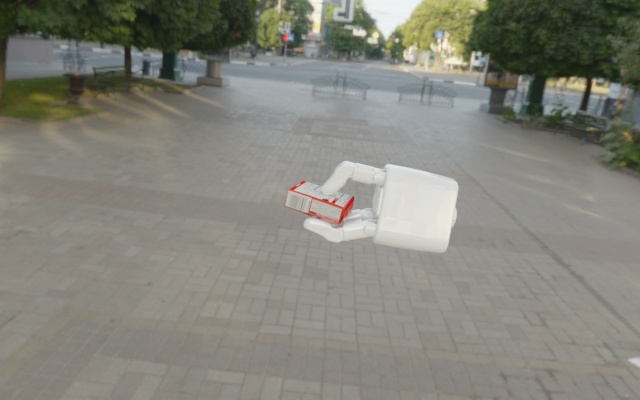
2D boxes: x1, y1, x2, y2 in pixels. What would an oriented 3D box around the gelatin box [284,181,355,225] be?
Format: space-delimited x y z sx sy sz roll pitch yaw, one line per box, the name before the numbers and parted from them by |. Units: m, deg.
gelatin box | 0.000 0.002 0.711 0.089 0.030 0.073 19 17 10
